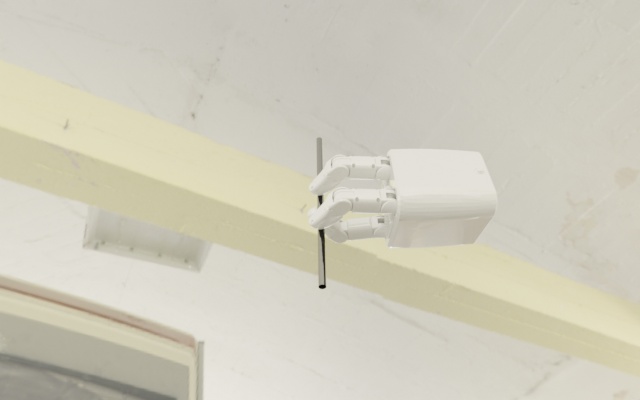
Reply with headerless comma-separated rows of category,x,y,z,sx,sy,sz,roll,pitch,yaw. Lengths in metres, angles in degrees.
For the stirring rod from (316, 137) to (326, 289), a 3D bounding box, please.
stirring rod,0.000,0.002,0.562,0.011,0.011,0.239,-1,45,-1
